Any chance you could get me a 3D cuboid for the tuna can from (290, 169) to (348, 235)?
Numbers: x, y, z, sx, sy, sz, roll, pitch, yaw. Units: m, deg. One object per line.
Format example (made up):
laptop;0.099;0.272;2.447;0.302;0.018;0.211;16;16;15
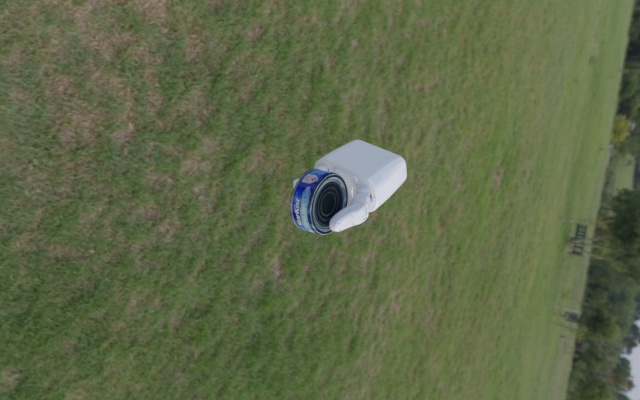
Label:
tuna can;0.001;0.002;0.637;0.033;0.086;0.086;14;8;36
